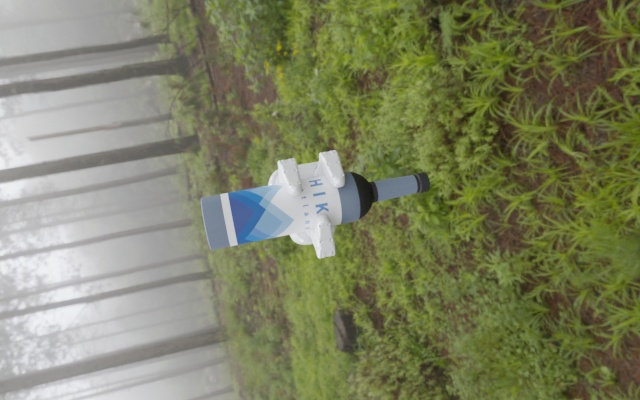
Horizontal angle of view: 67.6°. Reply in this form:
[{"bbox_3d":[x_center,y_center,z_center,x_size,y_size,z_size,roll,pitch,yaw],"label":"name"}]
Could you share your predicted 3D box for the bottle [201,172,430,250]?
[{"bbox_3d":[0.000,0.002,0.619,0.295,0.069,0.069,-11,2,-10],"label":"bottle"}]
